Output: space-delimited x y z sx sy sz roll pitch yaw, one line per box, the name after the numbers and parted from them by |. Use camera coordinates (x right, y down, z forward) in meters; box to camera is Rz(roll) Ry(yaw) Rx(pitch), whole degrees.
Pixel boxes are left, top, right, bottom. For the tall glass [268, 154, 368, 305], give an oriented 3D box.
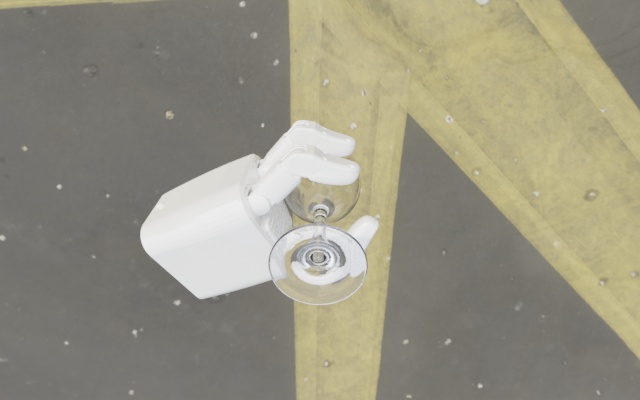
0.000 0.002 0.441 0.079 0.079 0.201 0 29 2 | tall glass
